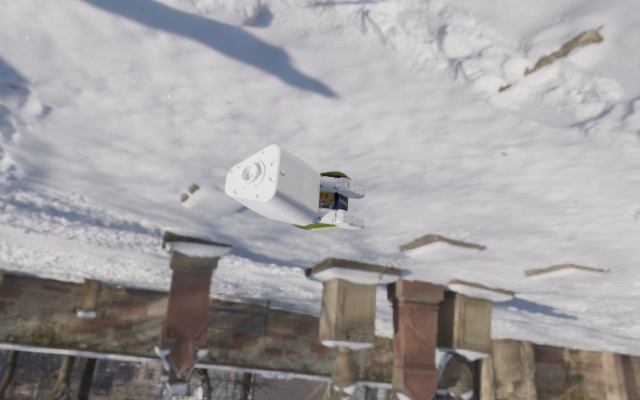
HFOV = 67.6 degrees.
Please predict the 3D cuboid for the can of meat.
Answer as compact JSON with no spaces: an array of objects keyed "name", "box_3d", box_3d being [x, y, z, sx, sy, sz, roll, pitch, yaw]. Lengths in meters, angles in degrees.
[{"name":"can of meat","box_3d":[0.000,0.003,0.828,0.102,0.084,0.057,-8,-25,29]}]
